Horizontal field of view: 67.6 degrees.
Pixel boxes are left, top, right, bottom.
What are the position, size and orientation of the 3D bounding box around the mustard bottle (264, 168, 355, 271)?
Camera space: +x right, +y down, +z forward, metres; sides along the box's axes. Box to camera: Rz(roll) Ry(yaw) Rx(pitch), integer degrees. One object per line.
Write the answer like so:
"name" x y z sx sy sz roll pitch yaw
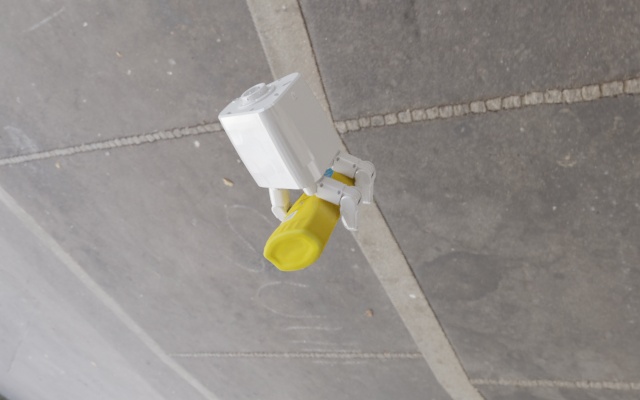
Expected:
"mustard bottle" 0.000 0.002 0.627 0.096 0.058 0.191 -38 16 44
